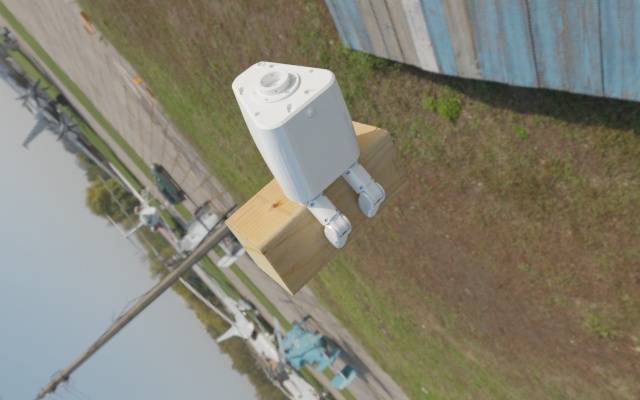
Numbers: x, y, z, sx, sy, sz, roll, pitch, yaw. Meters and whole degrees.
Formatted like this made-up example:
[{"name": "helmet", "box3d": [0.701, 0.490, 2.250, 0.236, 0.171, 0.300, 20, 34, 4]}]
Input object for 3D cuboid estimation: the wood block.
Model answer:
[{"name": "wood block", "box3d": [0.000, 0.002, 0.590, 0.206, 0.090, 0.090, -42, 37, -17]}]
